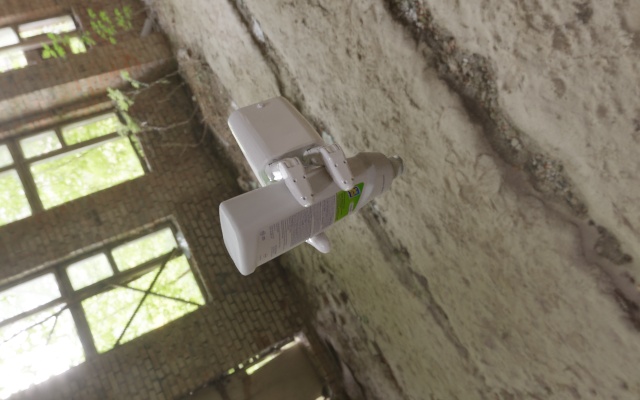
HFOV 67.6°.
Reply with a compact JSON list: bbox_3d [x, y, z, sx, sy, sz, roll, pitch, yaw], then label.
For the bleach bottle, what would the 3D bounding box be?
[{"bbox_3d":[0.000,0.002,0.614,0.251,0.068,0.103,-23,-34,-22],"label":"bleach bottle"}]
